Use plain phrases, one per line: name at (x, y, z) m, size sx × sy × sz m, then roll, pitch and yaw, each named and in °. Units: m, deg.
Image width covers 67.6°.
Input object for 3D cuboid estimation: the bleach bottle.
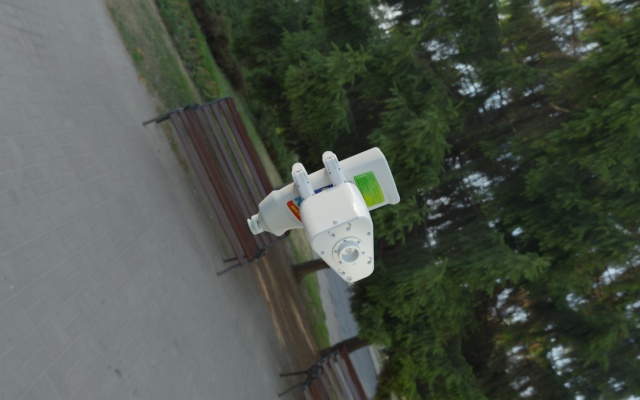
bleach bottle at (0.000, 0.003, 0.812) m, size 0.251 × 0.103 × 0.068 m, roll -23°, pitch 28°, yaw 2°
